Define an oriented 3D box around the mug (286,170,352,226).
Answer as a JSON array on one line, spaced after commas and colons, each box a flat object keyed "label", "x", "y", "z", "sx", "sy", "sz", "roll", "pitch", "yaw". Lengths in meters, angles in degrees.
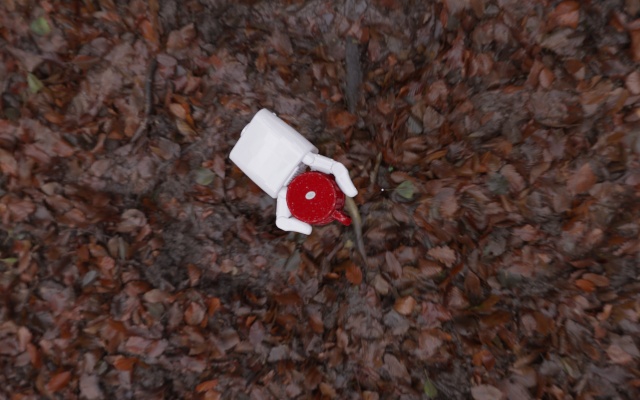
[{"label": "mug", "x": 0.001, "y": 0.003, "z": 0.768, "sx": 0.117, "sy": 0.093, "sz": 0.081, "roll": 39, "pitch": 6, "yaw": 7}]
